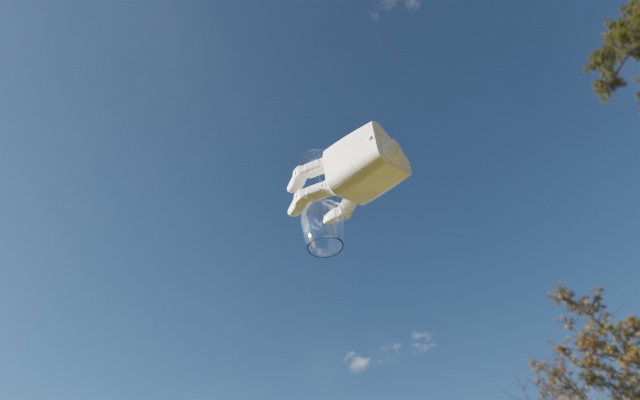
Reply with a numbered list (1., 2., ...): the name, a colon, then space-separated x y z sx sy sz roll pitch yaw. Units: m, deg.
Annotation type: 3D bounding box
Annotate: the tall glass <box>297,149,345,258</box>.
1. tall glass: 0.000 0.002 0.861 0.079 0.200 0.079 -3 -40 -3
